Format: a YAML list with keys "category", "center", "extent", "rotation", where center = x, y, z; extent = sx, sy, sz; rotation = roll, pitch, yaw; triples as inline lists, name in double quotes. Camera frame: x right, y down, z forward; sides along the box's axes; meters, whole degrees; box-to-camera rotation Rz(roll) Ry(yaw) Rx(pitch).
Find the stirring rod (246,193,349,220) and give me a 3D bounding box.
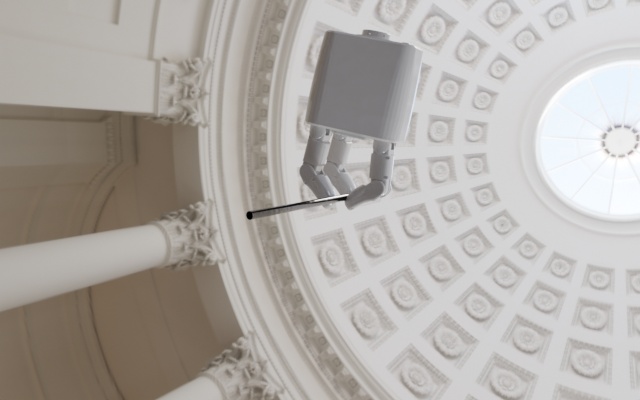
- category: "stirring rod"
  center: [0.000, 0.002, 0.528]
  extent: [0.011, 0.011, 0.239]
  rotation: [0, 6, 32]
